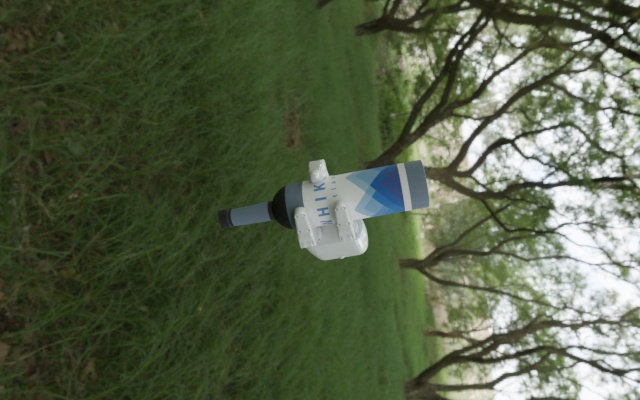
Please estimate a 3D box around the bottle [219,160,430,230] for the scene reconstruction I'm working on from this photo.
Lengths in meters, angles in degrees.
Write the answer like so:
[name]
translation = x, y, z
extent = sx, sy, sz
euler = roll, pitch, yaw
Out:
[bottle]
translation = 0.000, 0.002, 0.676
extent = 0.296, 0.069, 0.069
euler = -10, -1, 8
